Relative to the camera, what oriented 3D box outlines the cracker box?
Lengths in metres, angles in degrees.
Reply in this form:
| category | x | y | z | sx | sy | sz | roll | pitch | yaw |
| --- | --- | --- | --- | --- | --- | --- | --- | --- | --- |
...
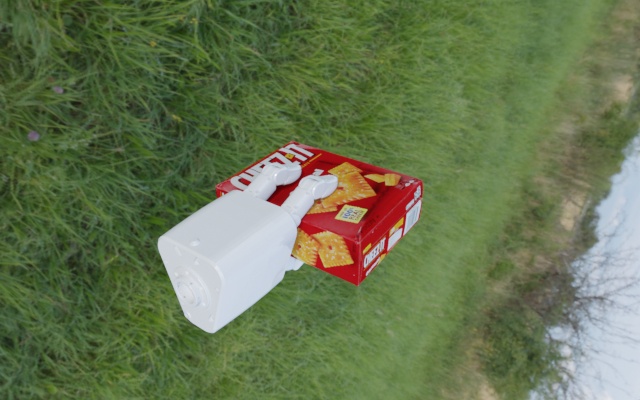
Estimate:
| category | x | y | z | sx | sy | sz | roll | pitch | yaw |
| --- | --- | --- | --- | --- | --- | --- | --- | --- | --- |
| cracker box | 0.000 | 0.002 | 0.612 | 0.213 | 0.072 | 0.164 | 20 | 37 | 29 |
